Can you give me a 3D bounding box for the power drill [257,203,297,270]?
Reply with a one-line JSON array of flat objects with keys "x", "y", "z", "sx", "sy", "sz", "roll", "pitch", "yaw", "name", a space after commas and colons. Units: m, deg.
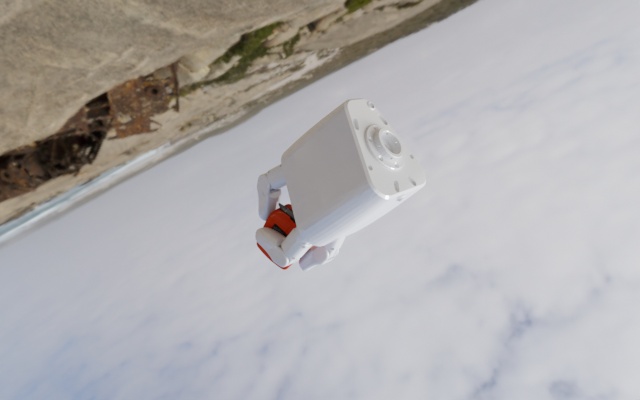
[{"x": 0.000, "y": 0.002, "z": 0.620, "sx": 0.187, "sy": 0.057, "sz": 0.184, "roll": -47, "pitch": -6, "yaw": -32, "name": "power drill"}]
